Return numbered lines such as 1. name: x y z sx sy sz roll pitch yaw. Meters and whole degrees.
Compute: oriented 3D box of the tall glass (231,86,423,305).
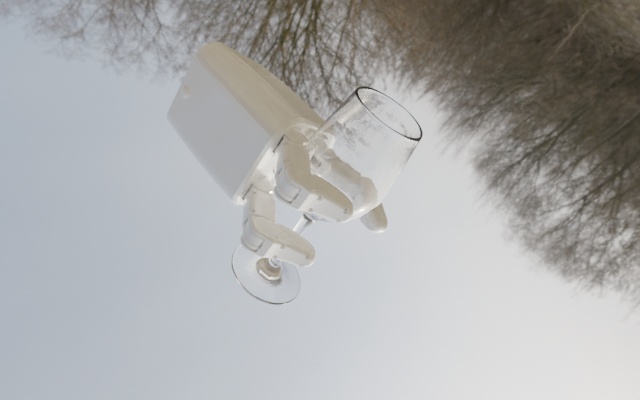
1. tall glass: 0.000 0.002 0.408 0.079 0.079 0.201 0 -43 -46
